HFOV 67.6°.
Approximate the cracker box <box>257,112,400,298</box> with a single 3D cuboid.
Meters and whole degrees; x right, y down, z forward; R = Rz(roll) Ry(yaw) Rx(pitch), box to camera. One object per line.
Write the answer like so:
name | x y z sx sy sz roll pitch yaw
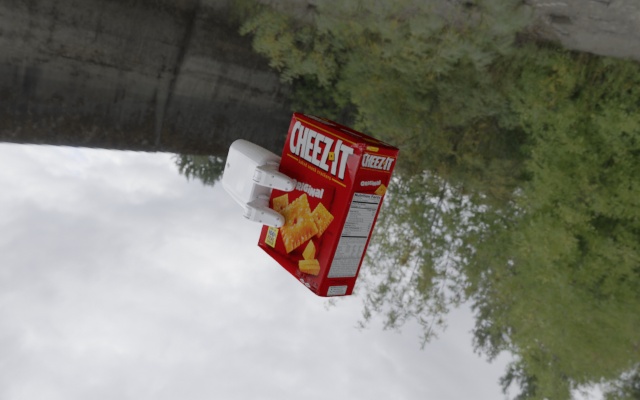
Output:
cracker box | 0.000 0.002 0.667 0.072 0.214 0.164 4 19 -40
